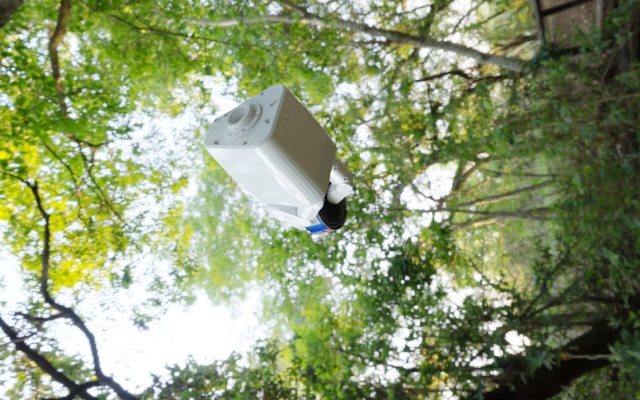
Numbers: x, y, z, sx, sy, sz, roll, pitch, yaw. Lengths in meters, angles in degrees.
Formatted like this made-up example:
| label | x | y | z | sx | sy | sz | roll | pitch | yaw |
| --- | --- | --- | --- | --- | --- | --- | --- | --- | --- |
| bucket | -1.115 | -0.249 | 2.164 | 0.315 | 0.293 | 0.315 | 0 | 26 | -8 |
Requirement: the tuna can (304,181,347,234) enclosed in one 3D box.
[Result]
| label | x | y | z | sx | sy | sz | roll | pitch | yaw |
| --- | --- | --- | --- | --- | --- | --- | --- | --- | --- |
| tuna can | 0.000 | 0.002 | 0.656 | 0.034 | 0.086 | 0.086 | -16 | -8 | 31 |
